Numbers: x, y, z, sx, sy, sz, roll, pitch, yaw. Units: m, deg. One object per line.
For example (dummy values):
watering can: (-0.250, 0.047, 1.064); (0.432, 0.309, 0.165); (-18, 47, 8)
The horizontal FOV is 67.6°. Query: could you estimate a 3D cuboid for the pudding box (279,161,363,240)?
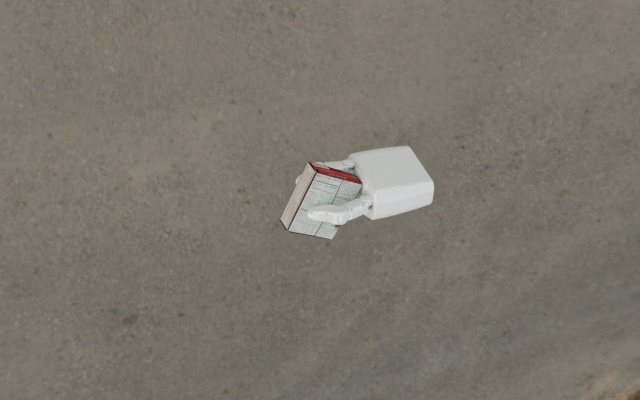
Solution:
pudding box: (0.000, 0.003, 0.741); (0.090, 0.113, 0.039); (14, 24, -32)
